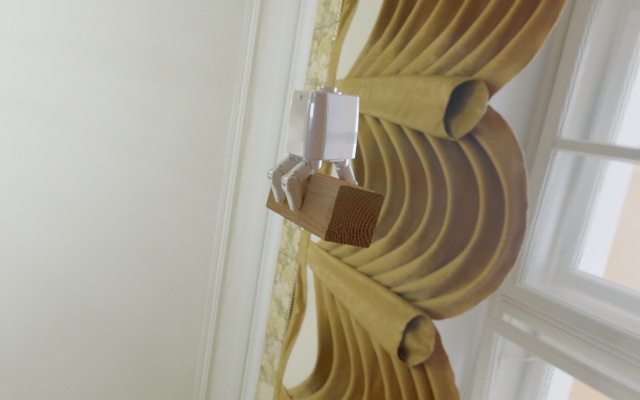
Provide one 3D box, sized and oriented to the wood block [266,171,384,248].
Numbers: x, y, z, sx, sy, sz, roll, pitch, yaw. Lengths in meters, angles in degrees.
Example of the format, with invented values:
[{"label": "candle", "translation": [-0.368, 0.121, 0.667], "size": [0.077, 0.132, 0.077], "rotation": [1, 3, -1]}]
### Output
[{"label": "wood block", "translation": [0.000, 0.002, 0.803], "size": [0.091, 0.090, 0.206], "rotation": [12, 7, -33]}]
